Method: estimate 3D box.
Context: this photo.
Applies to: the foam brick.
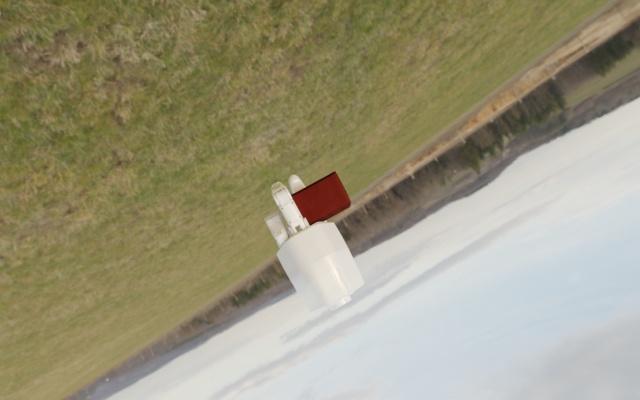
[{"bbox_3d":[0.000,0.002,0.700,0.078,0.051,0.053,-29,-10,-4],"label":"foam brick"}]
